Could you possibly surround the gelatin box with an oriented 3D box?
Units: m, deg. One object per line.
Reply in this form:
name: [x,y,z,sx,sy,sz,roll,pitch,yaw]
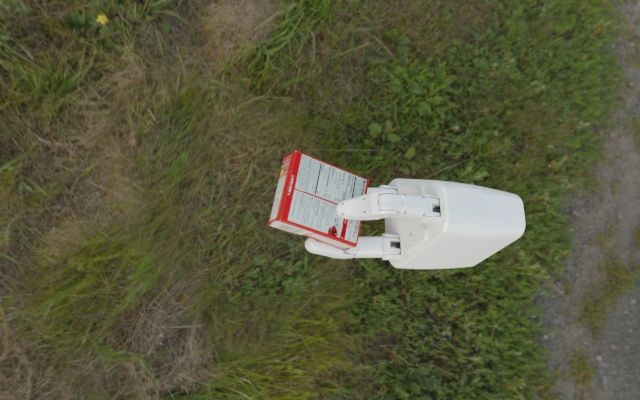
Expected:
gelatin box: [0.000,0.001,0.470,0.089,0.073,0.030,20,-21,-24]
